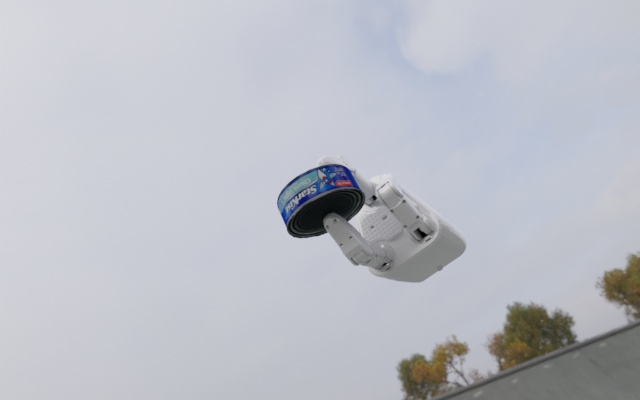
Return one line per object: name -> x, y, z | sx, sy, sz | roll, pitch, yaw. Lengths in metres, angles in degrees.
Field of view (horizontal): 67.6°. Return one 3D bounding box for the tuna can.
tuna can -> 0.000, 0.001, 0.484 | 0.086, 0.033, 0.086 | -21, -27, -11
